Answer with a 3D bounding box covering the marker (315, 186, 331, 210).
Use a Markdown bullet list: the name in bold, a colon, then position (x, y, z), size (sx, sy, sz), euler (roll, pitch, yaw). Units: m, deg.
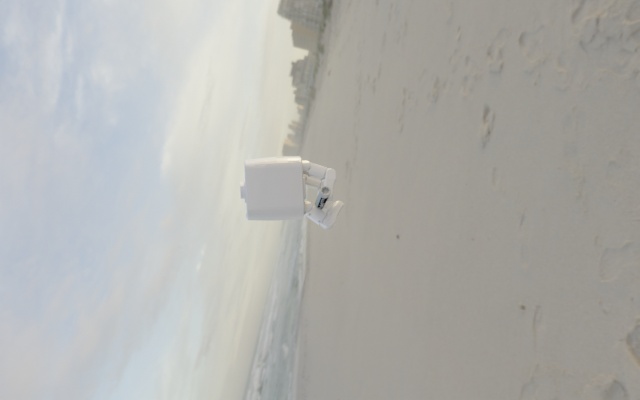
- **marker**: position (0.000, 0.003, 0.879), size (0.020, 0.020, 0.121), euler (0, -19, -9)
